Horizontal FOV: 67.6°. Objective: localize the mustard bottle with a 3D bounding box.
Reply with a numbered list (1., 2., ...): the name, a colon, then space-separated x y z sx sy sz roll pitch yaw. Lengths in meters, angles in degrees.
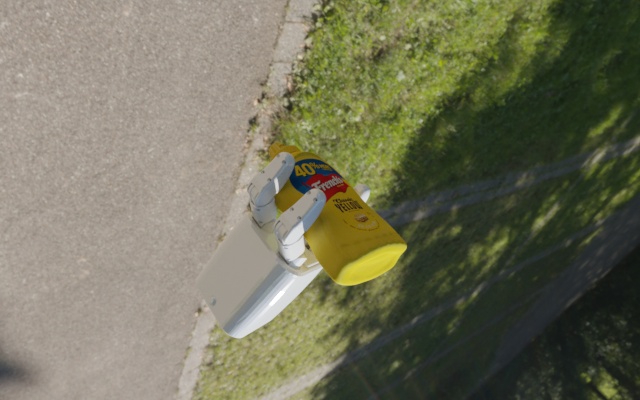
1. mustard bottle: 0.000 0.002 0.517 0.096 0.058 0.191 -10 48 -43
